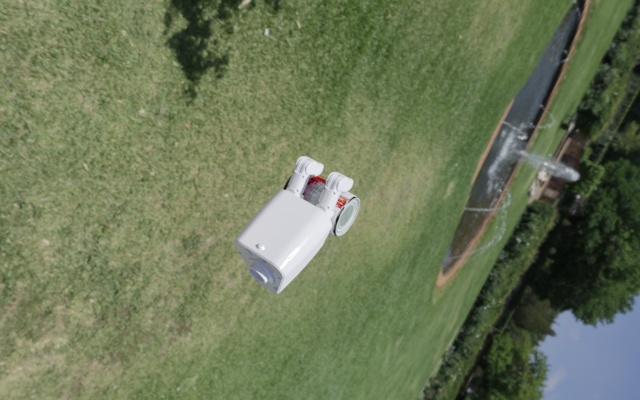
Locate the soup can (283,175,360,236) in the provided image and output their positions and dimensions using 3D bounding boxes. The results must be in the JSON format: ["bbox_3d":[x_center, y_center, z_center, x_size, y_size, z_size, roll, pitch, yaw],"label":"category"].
[{"bbox_3d":[0.001,0.002,0.727,0.102,0.068,0.068,29,12,23],"label":"soup can"}]
